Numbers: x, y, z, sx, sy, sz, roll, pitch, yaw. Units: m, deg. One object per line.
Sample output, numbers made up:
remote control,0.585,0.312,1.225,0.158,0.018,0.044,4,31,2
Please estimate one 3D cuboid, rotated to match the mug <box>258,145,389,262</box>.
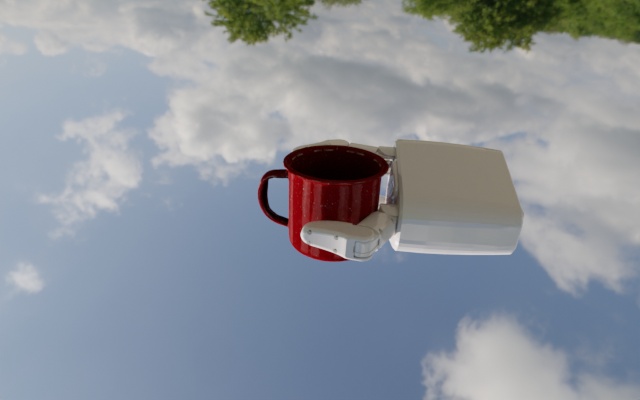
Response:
mug,-0.001,0.002,0.438,0.117,0.081,0.093,4,25,4
